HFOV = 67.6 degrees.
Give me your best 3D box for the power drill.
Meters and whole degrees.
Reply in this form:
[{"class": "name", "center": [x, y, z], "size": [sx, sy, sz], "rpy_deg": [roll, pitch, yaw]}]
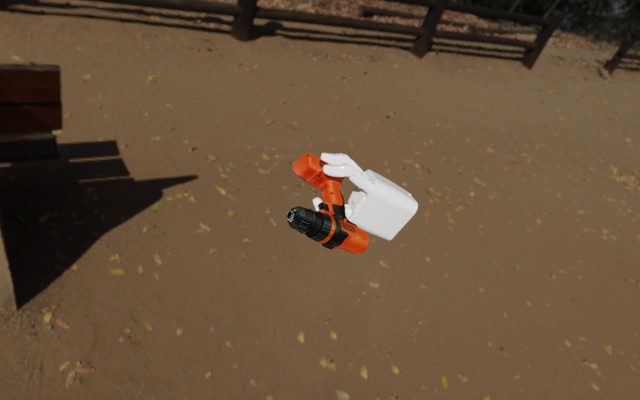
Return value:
[{"class": "power drill", "center": [0.000, 0.003, 0.883], "size": [0.057, 0.187, 0.184], "rpy_deg": [-38, -44, 28]}]
